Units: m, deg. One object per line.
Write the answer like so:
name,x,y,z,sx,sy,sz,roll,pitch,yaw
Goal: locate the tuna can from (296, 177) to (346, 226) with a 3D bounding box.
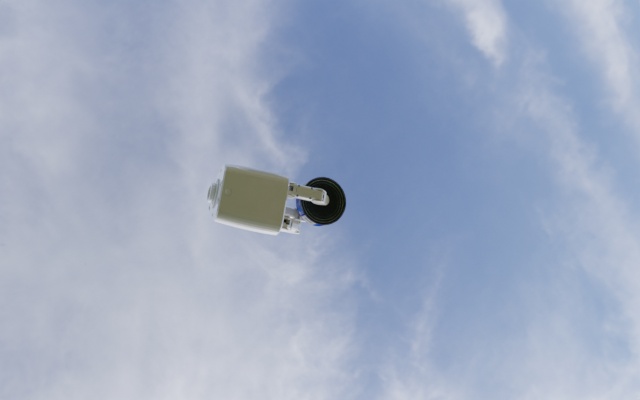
tuna can,0.000,0.003,0.853,0.086,0.086,0.034,0,-8,-21
